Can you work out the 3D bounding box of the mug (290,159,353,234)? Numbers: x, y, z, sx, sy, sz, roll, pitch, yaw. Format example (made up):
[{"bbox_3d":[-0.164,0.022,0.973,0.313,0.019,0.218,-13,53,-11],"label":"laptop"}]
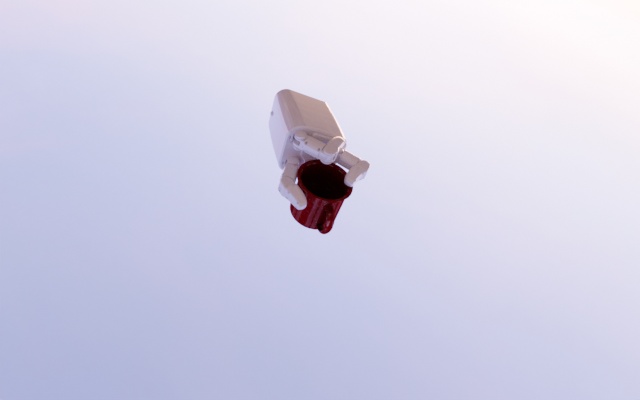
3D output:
[{"bbox_3d":[0.001,0.004,0.775,0.093,0.117,0.082,-1,-41,-22],"label":"mug"}]
